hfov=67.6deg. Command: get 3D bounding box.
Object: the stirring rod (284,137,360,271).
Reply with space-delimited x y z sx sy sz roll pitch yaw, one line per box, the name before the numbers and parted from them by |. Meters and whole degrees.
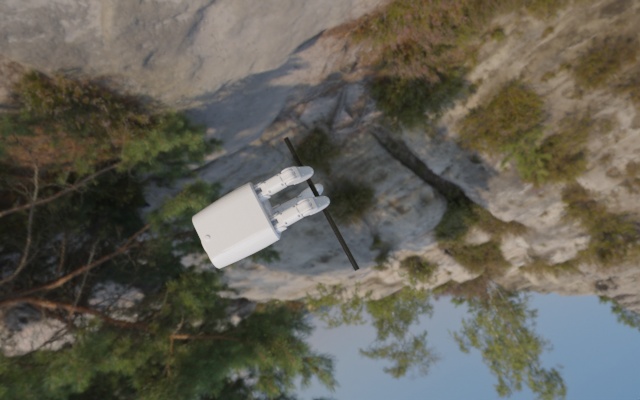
stirring rod | 0.000 0.002 0.753 0.011 0.239 0.011 -27 -11 -6
